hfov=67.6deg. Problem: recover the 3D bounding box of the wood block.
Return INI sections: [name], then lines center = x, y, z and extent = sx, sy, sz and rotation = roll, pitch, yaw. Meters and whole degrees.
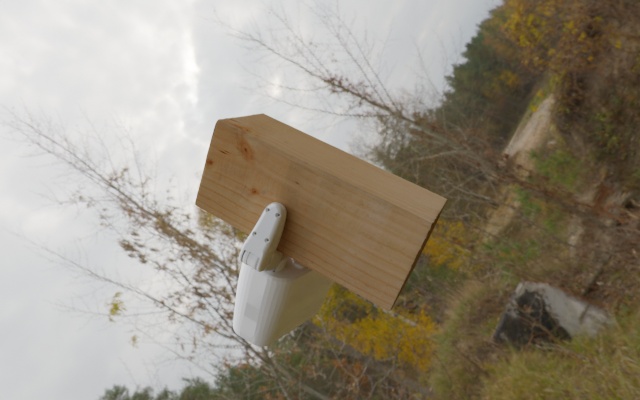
[wood block]
center = 0.000, 0.002, 0.448
extent = 0.206, 0.090, 0.091
rotation = 26, 23, 14
